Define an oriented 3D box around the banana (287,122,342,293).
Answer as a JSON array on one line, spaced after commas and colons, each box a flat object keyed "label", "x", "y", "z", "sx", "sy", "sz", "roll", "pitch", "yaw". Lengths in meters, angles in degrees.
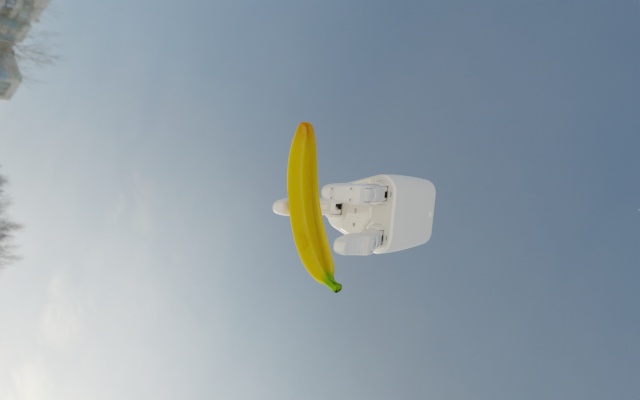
[{"label": "banana", "x": -0.010, "y": 0.010, "z": 0.555, "sx": 0.037, "sy": 0.197, "sz": 0.070, "roll": -3, "pitch": -15, "yaw": -37}]
